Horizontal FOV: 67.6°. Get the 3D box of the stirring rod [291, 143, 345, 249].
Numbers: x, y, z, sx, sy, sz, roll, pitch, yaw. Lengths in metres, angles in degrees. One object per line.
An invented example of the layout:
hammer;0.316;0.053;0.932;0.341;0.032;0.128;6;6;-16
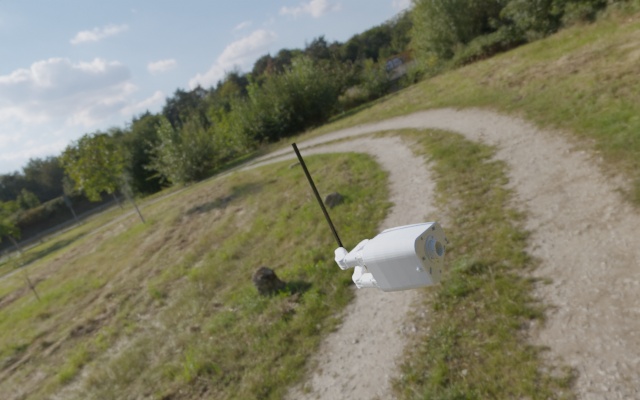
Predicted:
stirring rod;0.000;0.003;0.893;0.011;0.239;0.011;-24;8;4
